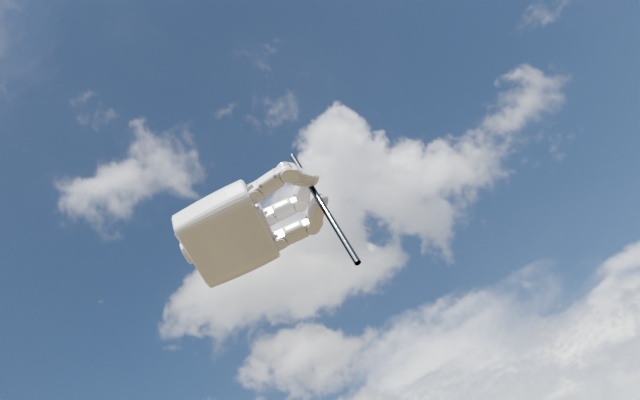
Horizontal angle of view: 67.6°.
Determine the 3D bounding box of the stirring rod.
[{"bbox_3d":[0.000,0.002,0.621,0.011,0.011,0.239,0,34,-25],"label":"stirring rod"}]
